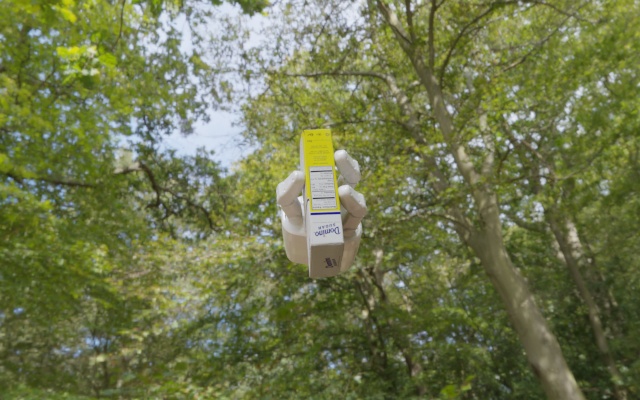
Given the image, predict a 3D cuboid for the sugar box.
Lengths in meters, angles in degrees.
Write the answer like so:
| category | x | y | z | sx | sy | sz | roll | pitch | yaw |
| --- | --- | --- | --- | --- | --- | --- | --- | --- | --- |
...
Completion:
| category | x | y | z | sx | sy | sz | roll | pitch | yaw |
| --- | --- | --- | --- | --- | --- | --- | --- | --- | --- |
| sugar box | 0.001 | 0.002 | 0.625 | 0.048 | 0.176 | 0.093 | -5 | -32 | -5 |
